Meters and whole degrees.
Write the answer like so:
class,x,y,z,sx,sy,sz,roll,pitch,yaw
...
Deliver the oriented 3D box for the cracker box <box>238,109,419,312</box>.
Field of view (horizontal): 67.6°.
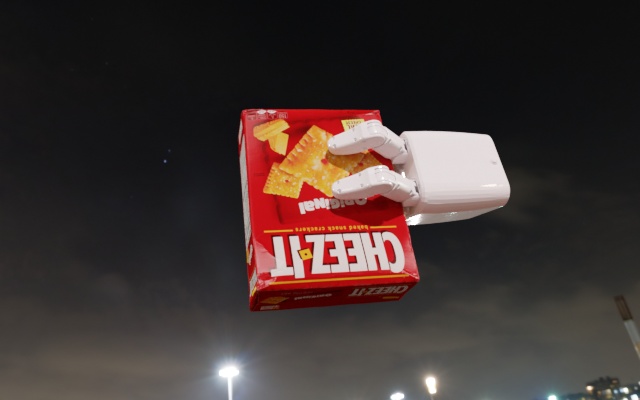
class,x,y,z,sx,sy,sz,roll,pitch,yaw
cracker box,0.000,0.002,0.518,0.164,0.213,0.072,-2,-29,-14
